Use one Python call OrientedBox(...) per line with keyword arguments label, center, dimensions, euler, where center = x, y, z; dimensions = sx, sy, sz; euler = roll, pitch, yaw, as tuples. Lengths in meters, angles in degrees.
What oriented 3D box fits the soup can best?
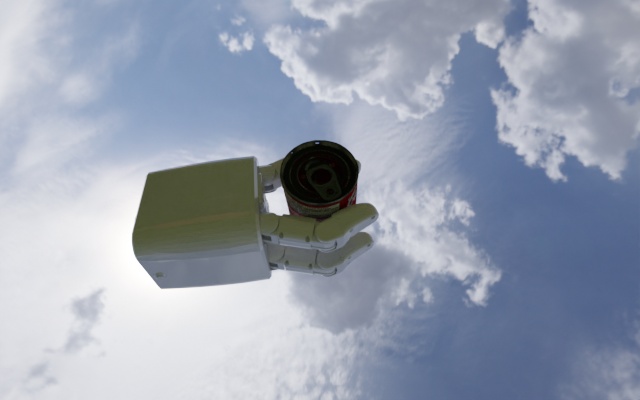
OrientedBox(label="soup can", center=(0.001, 0.001, 0.451), dimensions=(0.068, 0.068, 0.102), euler=(0, -32, 1))
